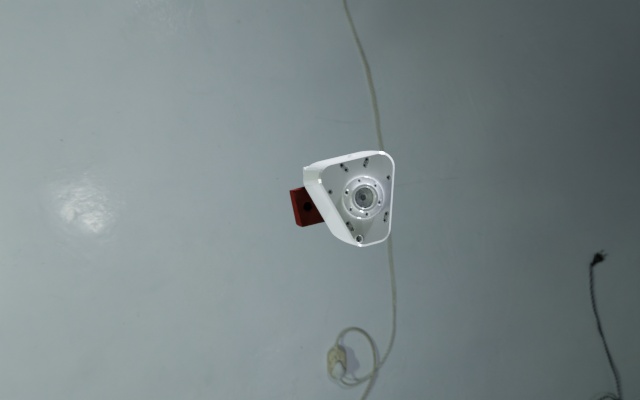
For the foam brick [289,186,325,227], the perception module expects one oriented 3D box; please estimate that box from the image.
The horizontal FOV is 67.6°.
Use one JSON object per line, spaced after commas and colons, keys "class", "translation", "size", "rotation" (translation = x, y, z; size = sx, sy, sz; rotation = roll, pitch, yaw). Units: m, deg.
{"class": "foam brick", "translation": [0.000, 0.002, 0.673], "size": [0.078, 0.053, 0.051], "rotation": [-14, 5, -9]}
